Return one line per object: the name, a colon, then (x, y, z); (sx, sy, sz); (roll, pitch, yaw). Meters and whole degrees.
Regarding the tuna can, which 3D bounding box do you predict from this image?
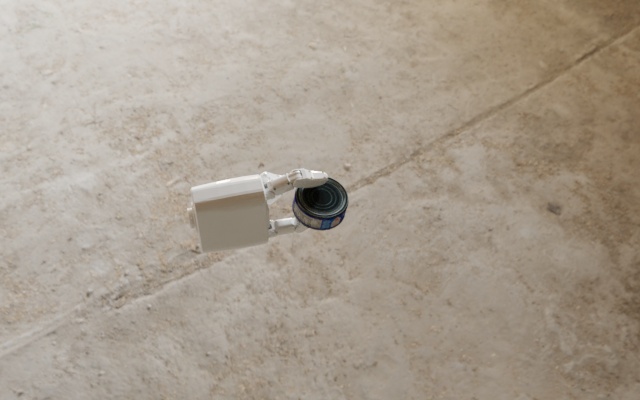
tuna can: (0.000, 0.002, 0.743); (0.086, 0.086, 0.034); (0, -37, -11)
